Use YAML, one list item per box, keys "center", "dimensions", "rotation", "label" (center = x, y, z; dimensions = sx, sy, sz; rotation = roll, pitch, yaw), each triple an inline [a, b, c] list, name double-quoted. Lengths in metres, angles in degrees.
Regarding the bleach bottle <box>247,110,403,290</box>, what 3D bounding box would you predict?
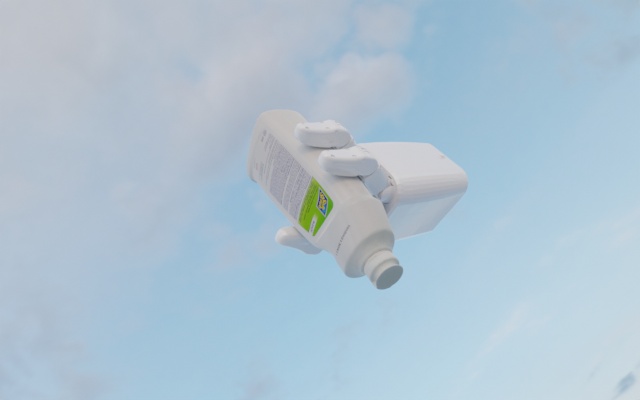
- center: [0.000, 0.002, 0.499]
  dimensions: [0.068, 0.103, 0.250]
  rotation: [-6, 38, -30]
  label: "bleach bottle"
